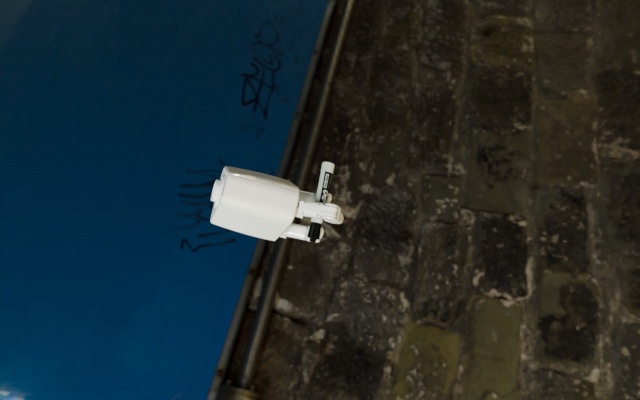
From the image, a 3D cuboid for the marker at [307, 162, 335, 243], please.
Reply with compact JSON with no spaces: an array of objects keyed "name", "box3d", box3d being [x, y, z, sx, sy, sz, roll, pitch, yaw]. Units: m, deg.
[{"name":"marker","box3d":[0.000,0.002,0.705,0.020,0.121,0.020,11,-12,2]}]
